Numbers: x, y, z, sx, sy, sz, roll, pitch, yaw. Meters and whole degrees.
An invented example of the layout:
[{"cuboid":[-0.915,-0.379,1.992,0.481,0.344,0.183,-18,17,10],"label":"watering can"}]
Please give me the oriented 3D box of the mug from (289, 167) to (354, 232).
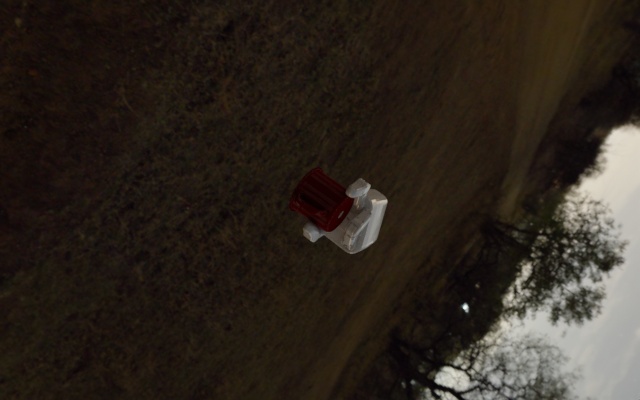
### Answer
[{"cuboid":[0.000,0.003,0.823,0.081,0.093,0.117,35,18,18],"label":"mug"}]
